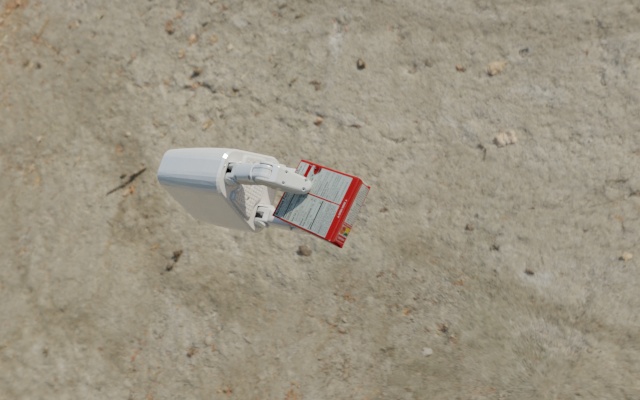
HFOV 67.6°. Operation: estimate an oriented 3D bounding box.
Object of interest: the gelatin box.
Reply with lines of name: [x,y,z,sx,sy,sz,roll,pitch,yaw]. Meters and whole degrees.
gelatin box: [0.000,0.002,0.519,0.089,0.073,0.030,21,-8,38]
